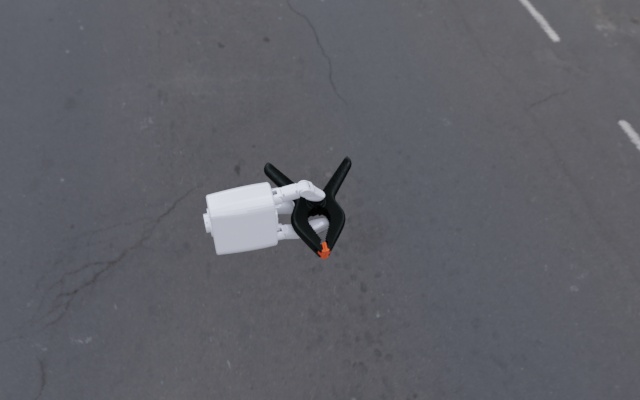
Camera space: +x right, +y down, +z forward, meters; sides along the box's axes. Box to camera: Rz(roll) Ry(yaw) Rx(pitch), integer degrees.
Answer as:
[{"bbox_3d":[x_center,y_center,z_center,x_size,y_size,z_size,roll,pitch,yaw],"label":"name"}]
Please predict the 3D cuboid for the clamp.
[{"bbox_3d":[0.000,0.003,0.849,0.164,0.209,0.036,-12,-33,-11],"label":"clamp"}]
